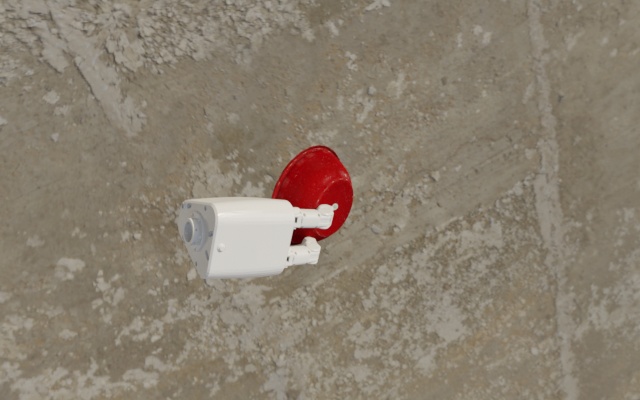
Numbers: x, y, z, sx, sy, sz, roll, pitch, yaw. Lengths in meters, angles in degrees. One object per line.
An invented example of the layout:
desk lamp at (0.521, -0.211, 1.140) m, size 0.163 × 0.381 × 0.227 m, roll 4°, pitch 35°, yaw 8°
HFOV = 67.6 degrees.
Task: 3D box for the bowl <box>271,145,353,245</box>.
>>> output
bowl at (0.001, 0.002, 0.714) m, size 0.055 × 0.162 × 0.162 m, roll 25°, pitch 14°, yaw 34°
